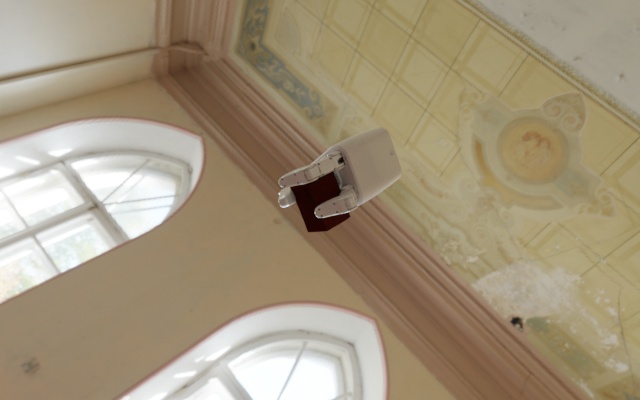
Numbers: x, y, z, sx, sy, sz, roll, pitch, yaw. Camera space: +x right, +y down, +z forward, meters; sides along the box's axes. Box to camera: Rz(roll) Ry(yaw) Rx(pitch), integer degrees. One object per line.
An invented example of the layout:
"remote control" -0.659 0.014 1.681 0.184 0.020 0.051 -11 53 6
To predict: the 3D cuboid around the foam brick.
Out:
"foam brick" 0.000 0.003 0.718 0.051 0.078 0.053 -29 14 -34
